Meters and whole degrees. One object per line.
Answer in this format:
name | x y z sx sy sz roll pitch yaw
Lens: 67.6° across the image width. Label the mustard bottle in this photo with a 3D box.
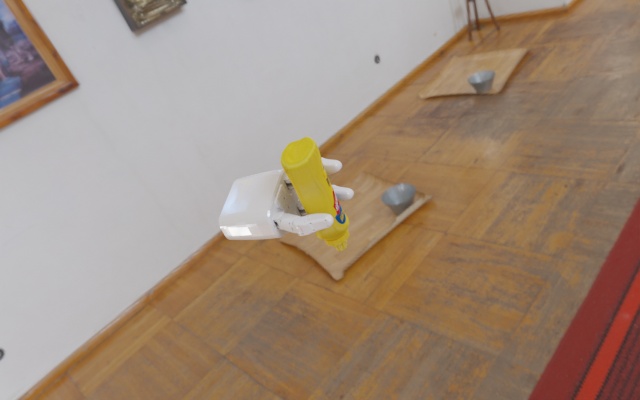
mustard bottle | 0.000 0.002 0.747 0.058 0.192 0.096 -20 28 8
